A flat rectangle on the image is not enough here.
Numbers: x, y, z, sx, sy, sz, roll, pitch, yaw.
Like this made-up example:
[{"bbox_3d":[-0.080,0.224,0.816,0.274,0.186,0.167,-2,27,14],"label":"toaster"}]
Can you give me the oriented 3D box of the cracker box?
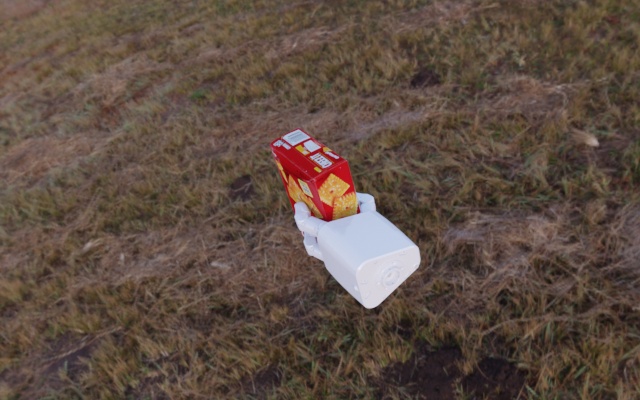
[{"bbox_3d":[0.000,0.002,0.821,0.072,0.214,0.164,-29,38,-16],"label":"cracker box"}]
